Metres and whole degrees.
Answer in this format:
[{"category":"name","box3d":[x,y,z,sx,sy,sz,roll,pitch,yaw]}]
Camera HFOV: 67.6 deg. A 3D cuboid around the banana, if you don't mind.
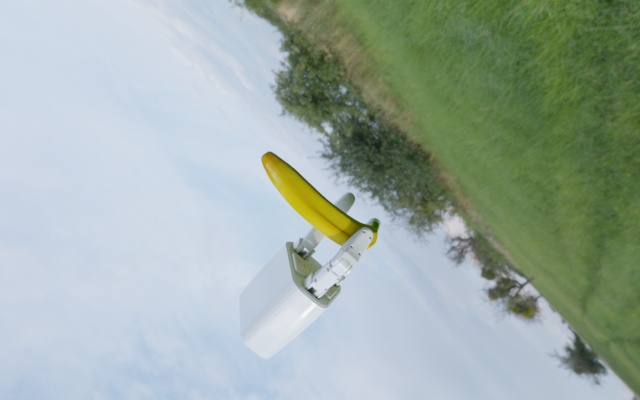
[{"category":"banana","box3d":[0.007,0.014,0.568,0.198,0.037,0.069,35,19,-32]}]
